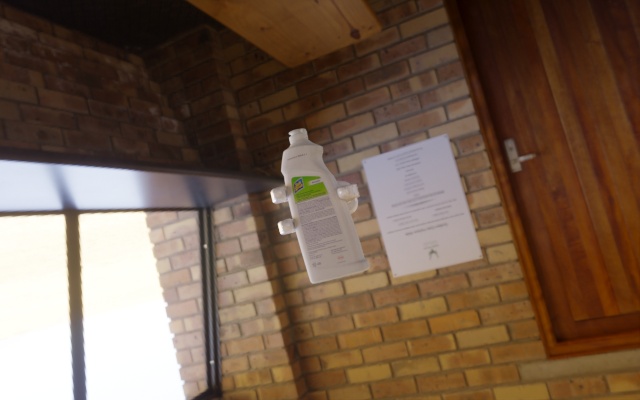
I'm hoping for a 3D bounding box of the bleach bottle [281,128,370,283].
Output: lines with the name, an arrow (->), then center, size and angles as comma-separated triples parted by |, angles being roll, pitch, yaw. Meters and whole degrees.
bleach bottle -> 0.000, 0.003, 0.786 | 0.102, 0.251, 0.068 | -15, -6, 7
